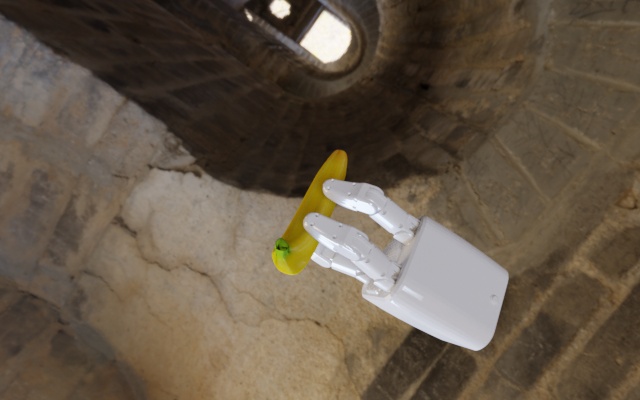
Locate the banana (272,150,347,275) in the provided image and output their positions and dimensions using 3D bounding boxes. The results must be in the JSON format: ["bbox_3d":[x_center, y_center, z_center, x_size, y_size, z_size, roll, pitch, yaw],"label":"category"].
[{"bbox_3d":[-0.008,0.017,0.493,0.037,0.070,0.197,28,35,-1],"label":"banana"}]
